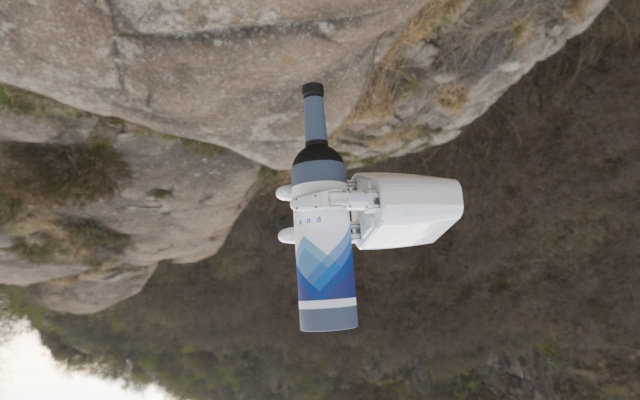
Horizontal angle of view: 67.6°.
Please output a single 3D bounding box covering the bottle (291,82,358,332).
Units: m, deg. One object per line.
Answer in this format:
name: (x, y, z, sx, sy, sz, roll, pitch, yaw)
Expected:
bottle: (0.000, 0.002, 0.572, 0.069, 0.295, 0.069, -4, -10, -1)
